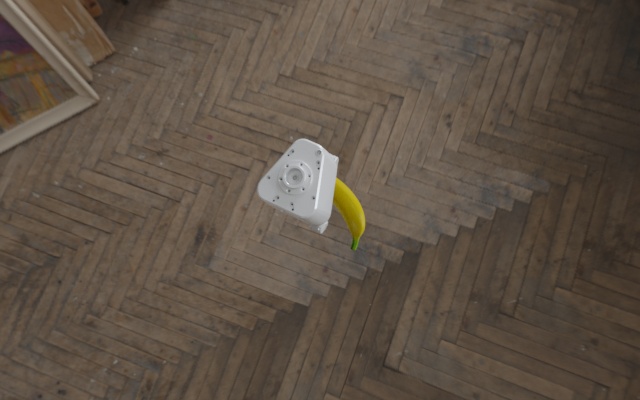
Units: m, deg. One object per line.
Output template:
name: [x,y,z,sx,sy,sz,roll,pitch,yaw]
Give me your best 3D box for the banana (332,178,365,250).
banana: [0.016,-0.007,0.833,0.069,0.198,0.037,-42,-9,9]
